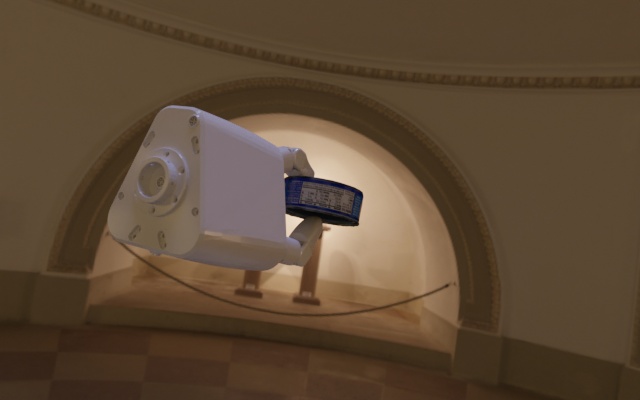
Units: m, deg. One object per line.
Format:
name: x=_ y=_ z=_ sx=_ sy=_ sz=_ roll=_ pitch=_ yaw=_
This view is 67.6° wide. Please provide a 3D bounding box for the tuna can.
tuna can: x=0.000 y=0.001 z=0.487 sx=0.086 sy=0.033 sz=0.086 roll=11 pitch=-9 yaw=2
